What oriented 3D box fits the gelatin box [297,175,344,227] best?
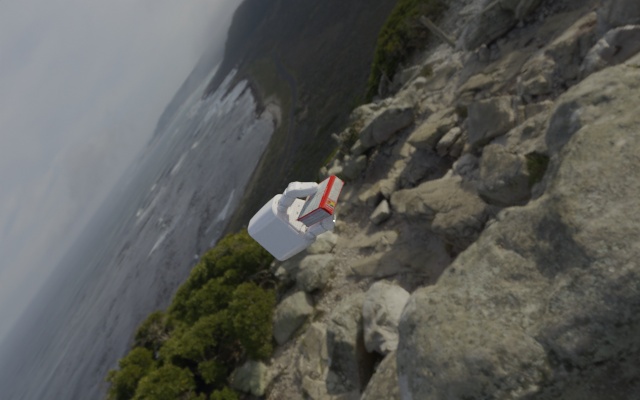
[{"bbox_3d":[0.000,0.002,0.871,0.030,0.073,0.089,33,-32,-17],"label":"gelatin box"}]
